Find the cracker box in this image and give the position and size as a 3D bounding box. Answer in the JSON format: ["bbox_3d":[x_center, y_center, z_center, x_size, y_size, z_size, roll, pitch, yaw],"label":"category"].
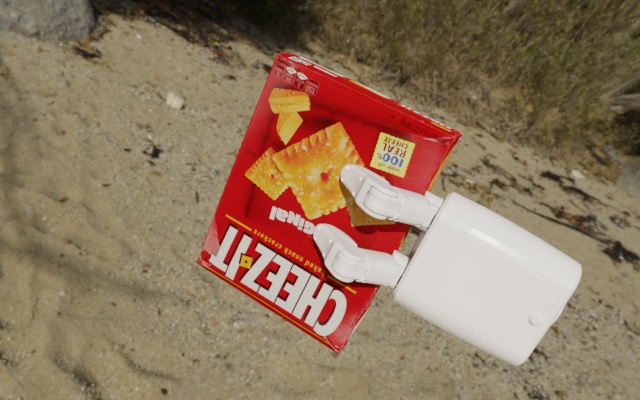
[{"bbox_3d":[0.000,0.001,0.428,0.164,0.214,0.072,29,18,14],"label":"cracker box"}]
